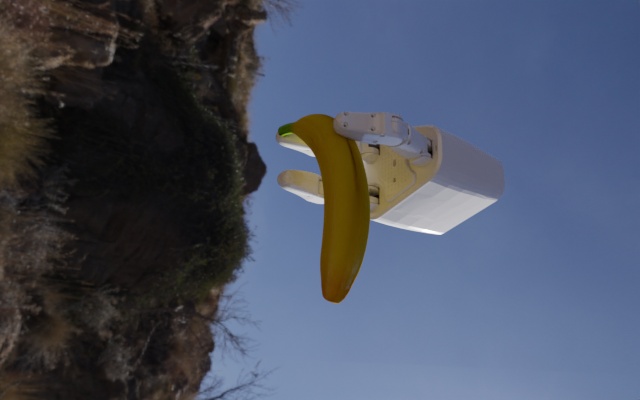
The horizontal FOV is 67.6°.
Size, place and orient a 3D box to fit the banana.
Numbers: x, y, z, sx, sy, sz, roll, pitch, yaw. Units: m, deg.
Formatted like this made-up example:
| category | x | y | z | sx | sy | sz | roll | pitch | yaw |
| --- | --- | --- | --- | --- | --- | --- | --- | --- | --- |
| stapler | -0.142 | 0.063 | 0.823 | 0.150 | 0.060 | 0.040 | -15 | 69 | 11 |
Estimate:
| category | x | y | z | sx | sy | sz | roll | pitch | yaw |
| --- | --- | --- | --- | --- | --- | --- | --- | --- | --- |
| banana | 0.010 | -0.012 | 0.406 | 0.037 | 0.197 | 0.070 | 17 | -49 | -35 |
